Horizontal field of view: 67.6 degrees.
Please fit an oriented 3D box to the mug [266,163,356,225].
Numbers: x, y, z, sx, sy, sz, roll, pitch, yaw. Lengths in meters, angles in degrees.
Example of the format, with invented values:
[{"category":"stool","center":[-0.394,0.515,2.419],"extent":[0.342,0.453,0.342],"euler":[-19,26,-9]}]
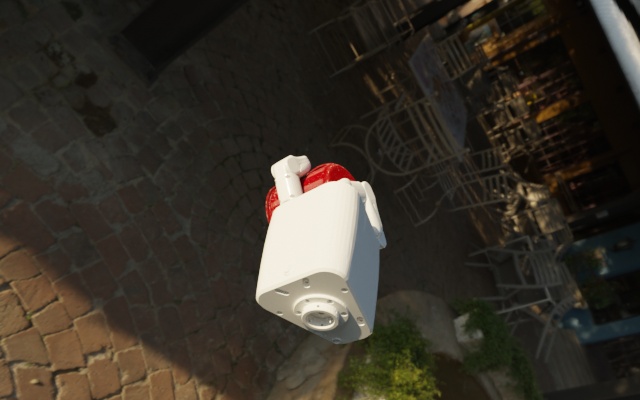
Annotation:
[{"category":"mug","center":[0.000,0.001,0.551],"extent":[0.081,0.117,0.093],"euler":[-25,-54,28]}]
